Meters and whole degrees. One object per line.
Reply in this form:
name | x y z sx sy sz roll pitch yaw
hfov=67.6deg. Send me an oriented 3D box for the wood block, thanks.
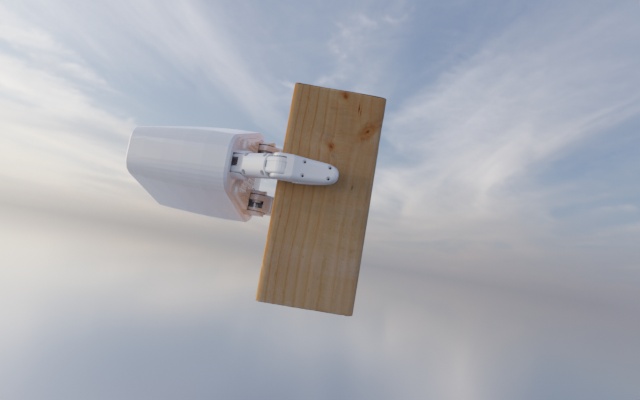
wood block | 0.000 0.001 0.479 0.090 0.206 0.091 10 -7 -2
